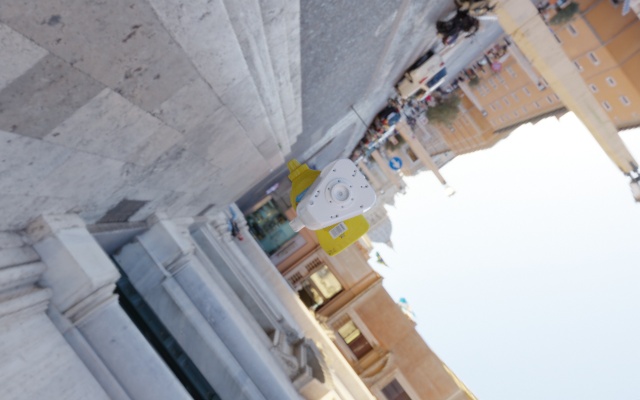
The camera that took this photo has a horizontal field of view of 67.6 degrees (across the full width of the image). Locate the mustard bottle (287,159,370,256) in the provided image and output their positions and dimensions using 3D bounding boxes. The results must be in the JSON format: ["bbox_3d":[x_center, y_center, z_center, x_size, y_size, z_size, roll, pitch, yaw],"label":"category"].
[{"bbox_3d":[0.000,0.003,0.894,0.096,0.191,0.058,-37,1,13],"label":"mustard bottle"}]
